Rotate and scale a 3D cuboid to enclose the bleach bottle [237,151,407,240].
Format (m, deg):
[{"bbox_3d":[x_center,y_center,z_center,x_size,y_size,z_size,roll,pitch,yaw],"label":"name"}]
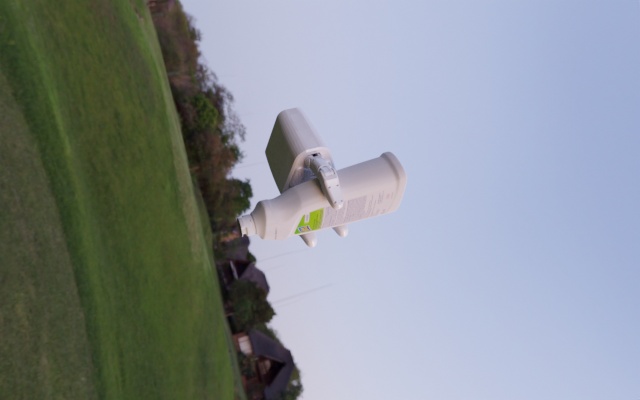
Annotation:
[{"bbox_3d":[0.000,0.002,0.716,0.251,0.068,0.103,-15,-37,-17],"label":"bleach bottle"}]
